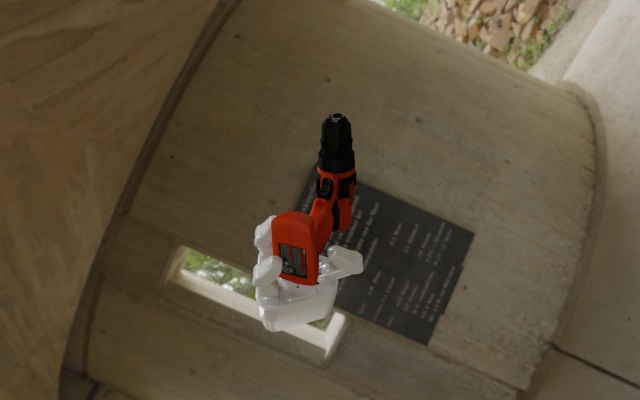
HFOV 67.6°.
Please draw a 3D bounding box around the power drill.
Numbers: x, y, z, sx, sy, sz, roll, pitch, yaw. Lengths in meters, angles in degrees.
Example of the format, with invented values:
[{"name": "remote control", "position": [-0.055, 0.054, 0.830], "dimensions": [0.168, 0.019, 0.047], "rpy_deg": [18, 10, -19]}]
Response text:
[{"name": "power drill", "position": [0.000, 0.002, 0.618], "dimensions": [0.057, 0.185, 0.187], "rpy_deg": [11, 38, 19]}]
